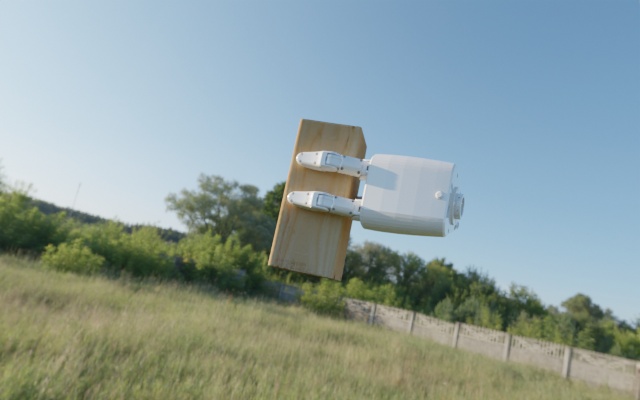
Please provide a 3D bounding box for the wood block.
[{"bbox_3d":[0.001,0.002,0.676,0.090,0.206,0.091,10,-10,13],"label":"wood block"}]
